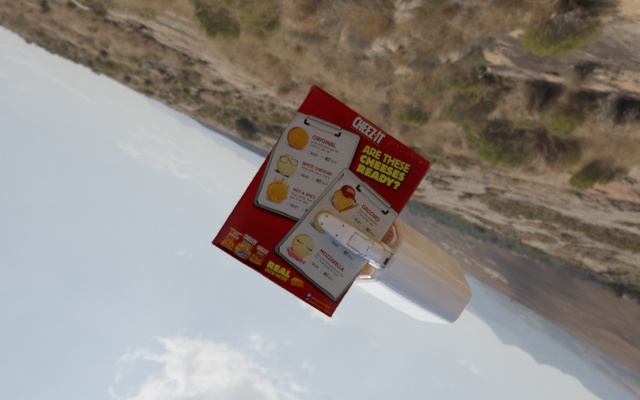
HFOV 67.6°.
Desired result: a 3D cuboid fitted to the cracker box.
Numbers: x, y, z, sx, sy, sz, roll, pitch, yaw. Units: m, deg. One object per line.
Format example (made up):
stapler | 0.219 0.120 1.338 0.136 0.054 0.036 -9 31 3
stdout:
cracker box | 0.000 0.002 0.567 0.164 0.213 0.072 33 0 -6
